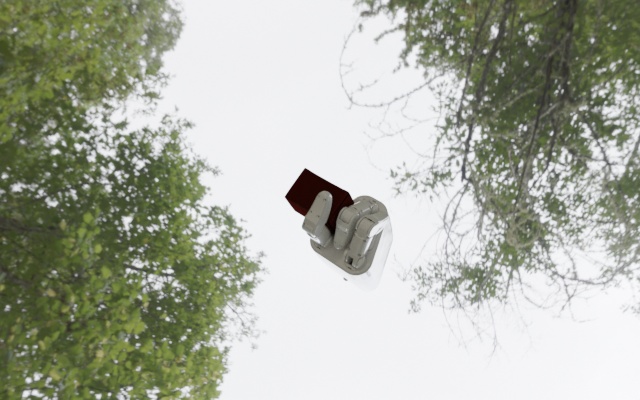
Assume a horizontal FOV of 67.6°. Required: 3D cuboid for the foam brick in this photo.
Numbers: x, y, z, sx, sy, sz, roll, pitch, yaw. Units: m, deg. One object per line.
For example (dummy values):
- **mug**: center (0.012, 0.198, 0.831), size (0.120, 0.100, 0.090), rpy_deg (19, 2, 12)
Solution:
- **foam brick**: center (0.000, 0.002, 0.656), size (0.078, 0.053, 0.051), rpy_deg (31, -13, 26)
